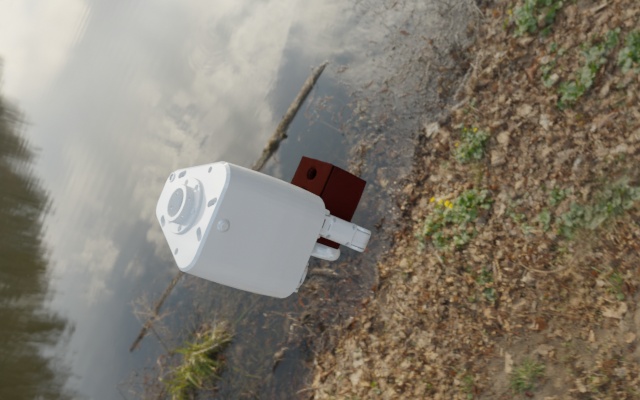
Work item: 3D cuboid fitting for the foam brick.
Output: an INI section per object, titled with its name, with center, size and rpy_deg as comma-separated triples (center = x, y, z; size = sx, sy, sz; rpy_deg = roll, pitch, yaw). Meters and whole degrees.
[foam brick]
center = 0.000, 0.001, 0.483
size = 0.051, 0.078, 0.053
rpy_deg = 24, -1, -39
